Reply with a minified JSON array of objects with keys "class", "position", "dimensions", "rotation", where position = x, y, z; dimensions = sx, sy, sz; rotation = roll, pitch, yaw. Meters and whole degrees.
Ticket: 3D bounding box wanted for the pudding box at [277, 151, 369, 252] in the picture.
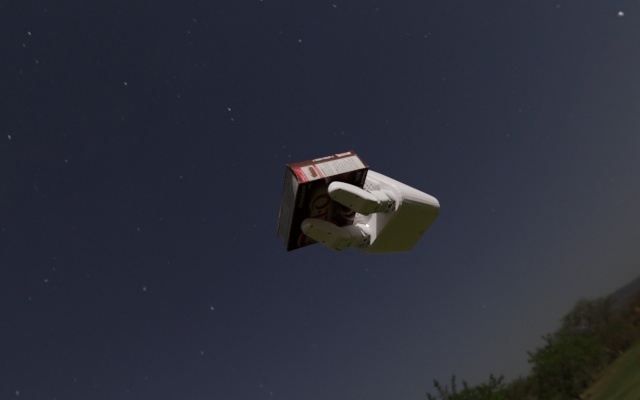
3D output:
[{"class":"pudding box","position":[0.000,0.002,0.559],"dimensions":[0.090,0.114,0.039],"rotation":[-15,47,-27]}]
